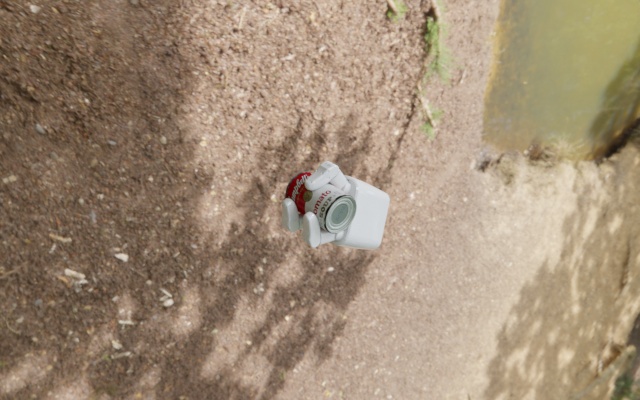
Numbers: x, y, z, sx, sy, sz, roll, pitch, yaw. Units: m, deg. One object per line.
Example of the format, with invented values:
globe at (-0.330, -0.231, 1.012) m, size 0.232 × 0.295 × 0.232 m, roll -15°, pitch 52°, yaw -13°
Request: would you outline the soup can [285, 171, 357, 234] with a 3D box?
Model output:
soup can at (0.000, 0.002, 0.766) m, size 0.068 × 0.068 × 0.102 m, roll 0°, pitch 24°, yaw -44°
